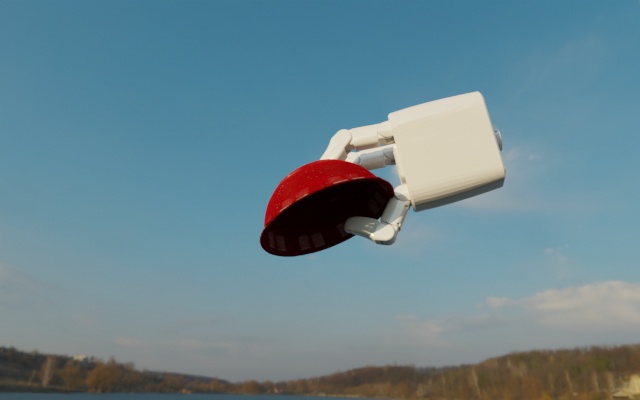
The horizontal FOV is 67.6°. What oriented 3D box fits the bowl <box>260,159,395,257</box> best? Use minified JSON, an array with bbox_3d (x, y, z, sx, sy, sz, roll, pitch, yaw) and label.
[{"bbox_3d":[-0.001,0.002,0.546,0.162,0.055,0.162,-19,-26,-10],"label":"bowl"}]
